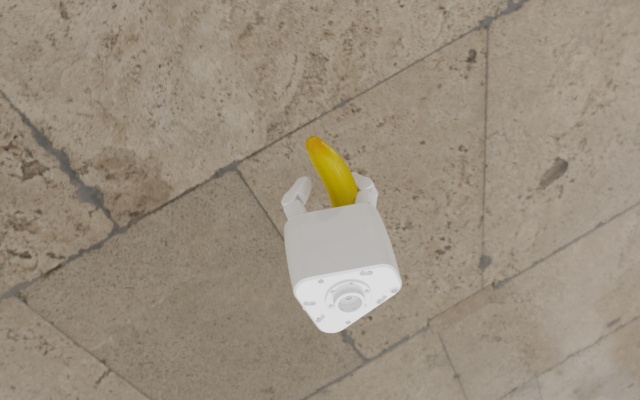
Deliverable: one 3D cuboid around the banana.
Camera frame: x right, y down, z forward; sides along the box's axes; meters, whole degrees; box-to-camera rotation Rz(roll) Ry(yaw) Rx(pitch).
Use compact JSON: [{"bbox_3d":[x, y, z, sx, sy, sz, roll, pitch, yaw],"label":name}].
[{"bbox_3d":[0.019,0.005,0.618,0.069,0.198,0.037,1,39,4],"label":"banana"}]
